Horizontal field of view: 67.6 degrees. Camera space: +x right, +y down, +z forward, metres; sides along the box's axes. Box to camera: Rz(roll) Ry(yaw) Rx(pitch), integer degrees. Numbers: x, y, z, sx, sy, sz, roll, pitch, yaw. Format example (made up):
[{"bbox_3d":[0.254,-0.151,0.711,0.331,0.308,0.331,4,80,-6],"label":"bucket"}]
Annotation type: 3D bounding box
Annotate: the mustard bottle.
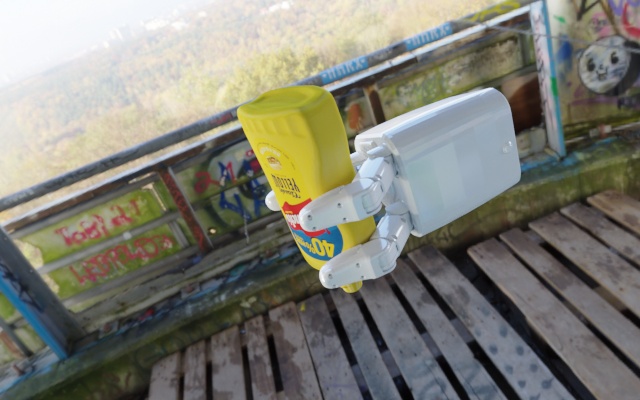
[{"bbox_3d":[0.000,0.001,0.407,0.058,0.192,0.096,-38,31,-29],"label":"mustard bottle"}]
